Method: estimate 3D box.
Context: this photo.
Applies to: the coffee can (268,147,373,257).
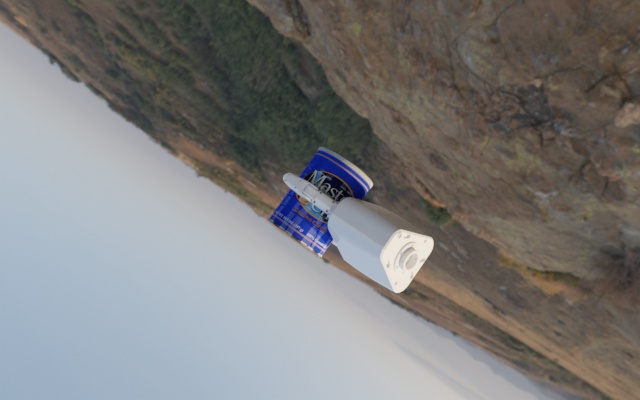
[{"bbox_3d":[0.000,0.002,0.744,0.103,0.140,0.103,35,-4,3],"label":"coffee can"}]
